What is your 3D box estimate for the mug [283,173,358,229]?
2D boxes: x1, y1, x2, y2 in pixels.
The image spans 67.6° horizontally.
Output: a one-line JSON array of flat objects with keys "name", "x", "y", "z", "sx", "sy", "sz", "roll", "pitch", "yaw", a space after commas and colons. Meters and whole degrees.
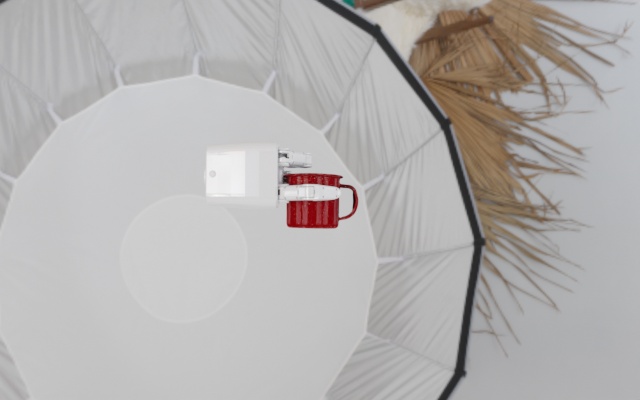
[{"name": "mug", "x": 0.002, "y": 0.003, "z": 0.740, "sx": 0.117, "sy": 0.081, "sz": 0.093, "roll": 1, "pitch": -2, "yaw": 2}]
